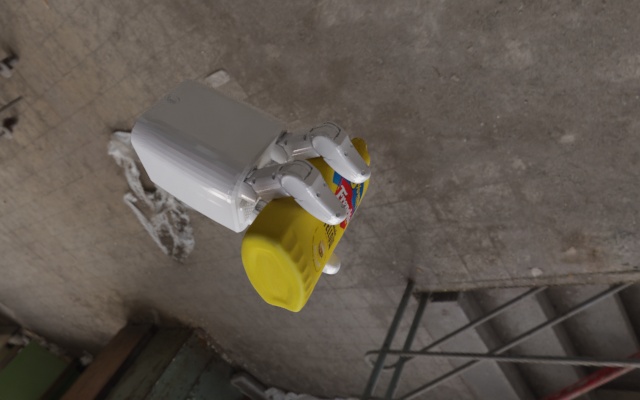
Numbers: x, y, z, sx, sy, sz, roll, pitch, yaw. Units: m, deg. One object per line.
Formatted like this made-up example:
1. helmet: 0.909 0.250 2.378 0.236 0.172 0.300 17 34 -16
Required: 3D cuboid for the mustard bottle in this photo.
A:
1. mustard bottle: 0.000 0.002 0.446 0.058 0.096 0.191 11 46 24
